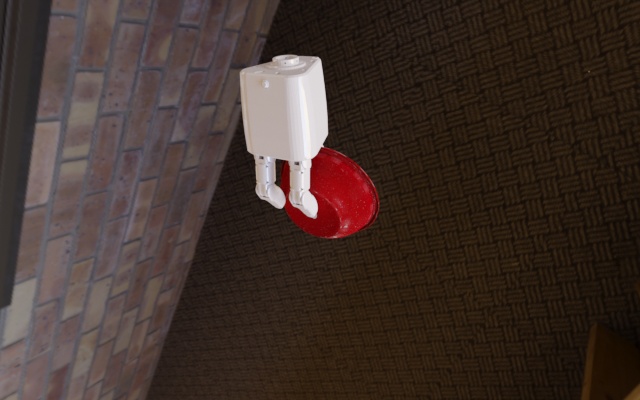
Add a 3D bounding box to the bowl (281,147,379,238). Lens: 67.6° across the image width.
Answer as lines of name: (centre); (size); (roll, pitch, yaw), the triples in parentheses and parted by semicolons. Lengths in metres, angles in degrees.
bowl: (0.000, 0.004, 0.693); (0.162, 0.162, 0.055); (0, 39, 35)
